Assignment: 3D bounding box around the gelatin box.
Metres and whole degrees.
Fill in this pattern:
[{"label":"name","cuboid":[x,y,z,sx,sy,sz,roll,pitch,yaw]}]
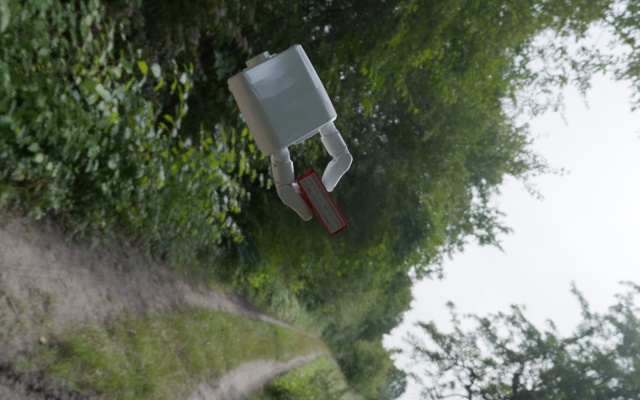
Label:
[{"label":"gelatin box","cuboid":[0.001,0.002,0.648,0.030,0.089,0.073,-32,3,-2]}]
